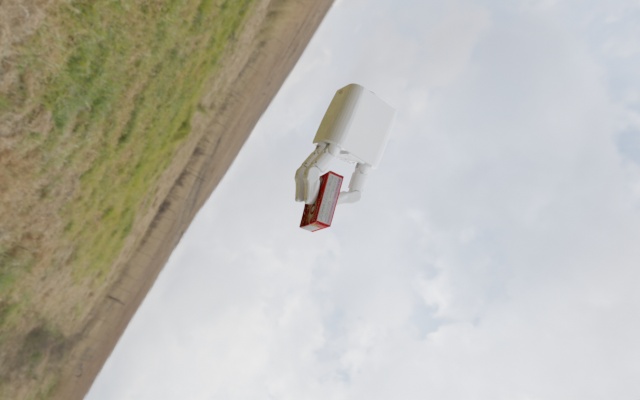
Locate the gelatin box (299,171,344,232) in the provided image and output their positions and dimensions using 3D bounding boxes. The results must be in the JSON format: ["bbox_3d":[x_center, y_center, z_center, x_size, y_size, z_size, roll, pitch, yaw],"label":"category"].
[{"bbox_3d":[0.000,0.003,0.774,0.030,0.089,0.073,20,-17,-19],"label":"gelatin box"}]
